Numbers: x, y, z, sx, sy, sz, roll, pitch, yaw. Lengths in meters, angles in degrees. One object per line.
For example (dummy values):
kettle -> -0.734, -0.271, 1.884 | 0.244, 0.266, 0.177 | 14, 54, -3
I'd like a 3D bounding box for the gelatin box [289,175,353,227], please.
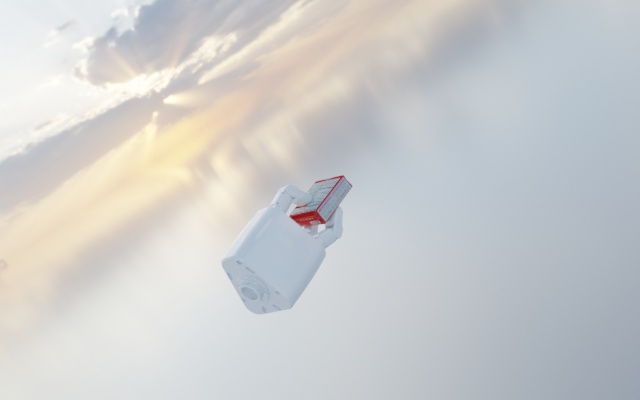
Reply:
gelatin box -> 0.000, 0.002, 0.769 | 0.073, 0.030, 0.089 | -11, 35, 51
